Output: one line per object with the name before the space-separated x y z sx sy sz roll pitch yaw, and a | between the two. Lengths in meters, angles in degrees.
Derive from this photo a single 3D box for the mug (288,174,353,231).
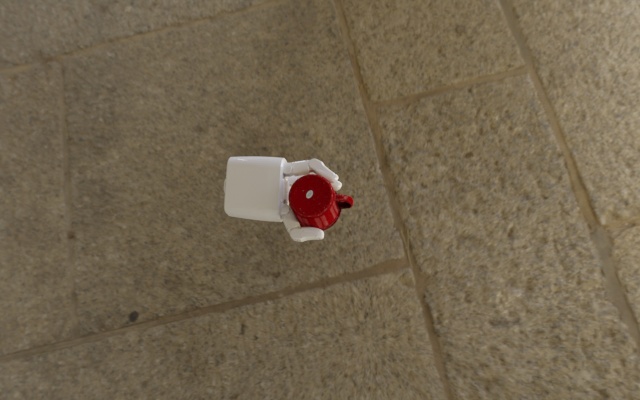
mug | 0.002 0.003 0.855 0.117 0.093 0.081 2 -16 8
